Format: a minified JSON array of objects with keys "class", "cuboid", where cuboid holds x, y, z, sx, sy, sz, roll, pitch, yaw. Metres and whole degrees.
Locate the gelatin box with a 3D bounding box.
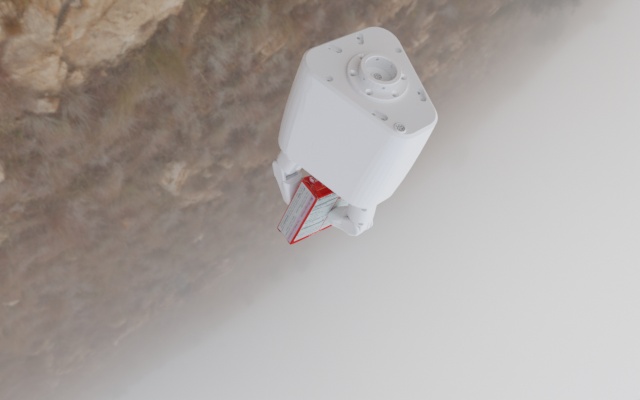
[{"class":"gelatin box","cuboid":[0.000,0.002,0.515,0.073,0.030,0.089,-23,-25,-38]}]
